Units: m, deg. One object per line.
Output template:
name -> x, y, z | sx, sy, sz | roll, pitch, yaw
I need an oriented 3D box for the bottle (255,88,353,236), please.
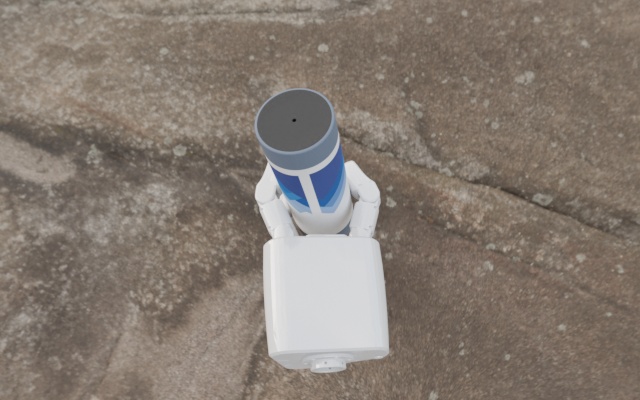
bottle -> 0.000, 0.001, 0.515 | 0.069, 0.069, 0.296 | 0, -27, 9
